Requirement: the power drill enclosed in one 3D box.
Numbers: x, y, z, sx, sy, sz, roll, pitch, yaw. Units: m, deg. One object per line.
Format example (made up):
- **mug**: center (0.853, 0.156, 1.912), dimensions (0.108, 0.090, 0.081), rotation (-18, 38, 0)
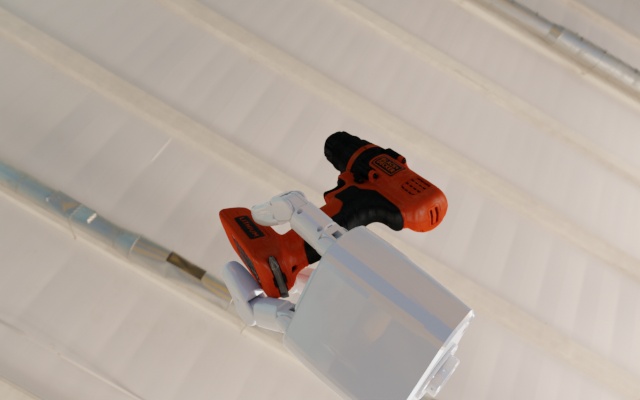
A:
- **power drill**: center (0.000, 0.002, 0.472), dimensions (0.187, 0.057, 0.184), rotation (-29, 37, -16)
